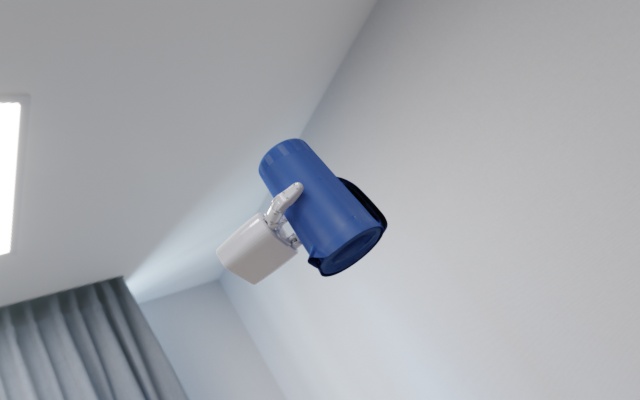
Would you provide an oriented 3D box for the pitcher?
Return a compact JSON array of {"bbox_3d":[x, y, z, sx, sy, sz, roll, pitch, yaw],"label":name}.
[{"bbox_3d":[0.000,0.003,0.861,0.145,0.242,0.149,-40,-24,6],"label":"pitcher"}]
